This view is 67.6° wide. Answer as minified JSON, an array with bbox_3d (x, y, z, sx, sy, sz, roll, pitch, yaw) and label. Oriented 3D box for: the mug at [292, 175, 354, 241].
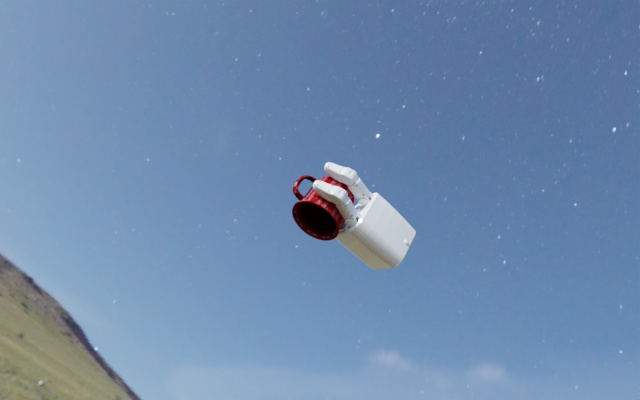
[{"bbox_3d":[-0.001,0.002,0.852,0.093,0.117,0.081,-36,14,50],"label":"mug"}]
